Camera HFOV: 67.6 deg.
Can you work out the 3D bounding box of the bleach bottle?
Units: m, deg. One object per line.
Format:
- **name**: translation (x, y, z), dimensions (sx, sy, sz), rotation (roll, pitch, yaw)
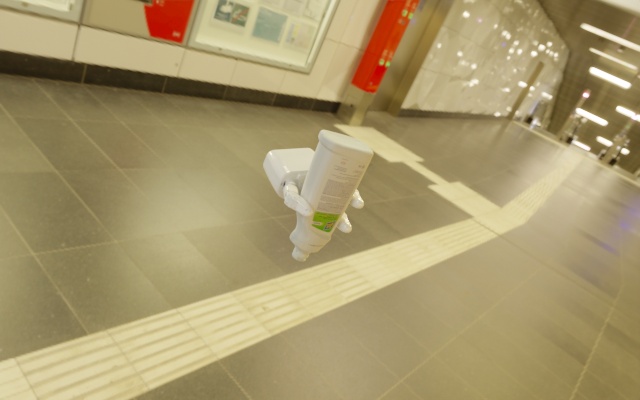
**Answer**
- **bleach bottle**: translation (0.000, 0.003, 0.871), dimensions (0.102, 0.251, 0.068), rotation (11, 26, -31)
